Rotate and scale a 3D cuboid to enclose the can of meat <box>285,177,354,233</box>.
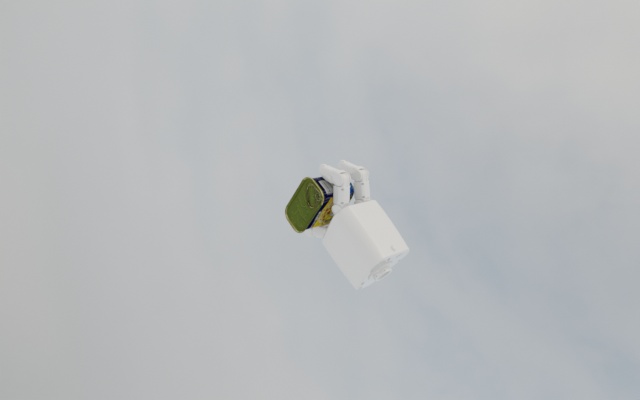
[{"bbox_3d":[0.000,0.003,0.821,0.084,0.057,0.102,-12,-34,-43],"label":"can of meat"}]
